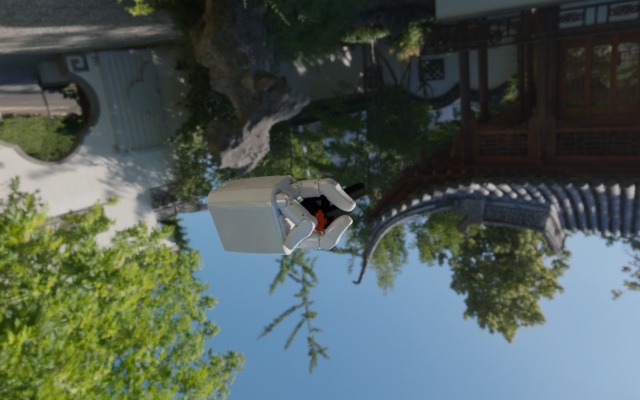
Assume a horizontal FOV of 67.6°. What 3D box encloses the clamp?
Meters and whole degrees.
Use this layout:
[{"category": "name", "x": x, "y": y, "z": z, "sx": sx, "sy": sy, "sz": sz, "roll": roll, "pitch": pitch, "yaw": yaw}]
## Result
[{"category": "clamp", "x": 0.000, "y": 0.003, "z": 0.761, "sx": 0.120, "sy": 0.039, "sz": 0.171, "roll": -2, "pitch": 16, "yaw": 18}]
